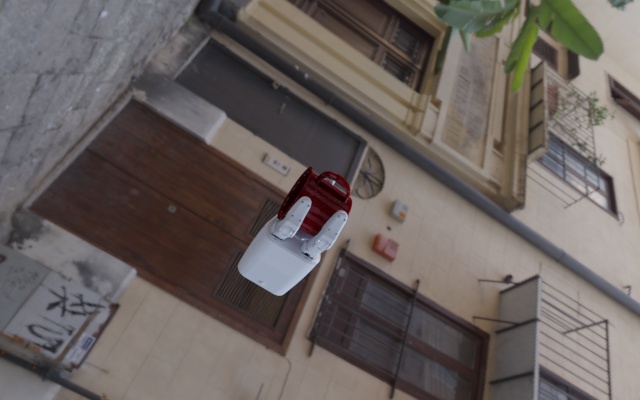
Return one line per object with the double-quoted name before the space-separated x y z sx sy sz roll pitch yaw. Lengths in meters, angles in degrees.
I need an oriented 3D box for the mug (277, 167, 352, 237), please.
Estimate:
"mug" 0.001 0.002 0.710 0.081 0.093 0.117 33 -52 -12
